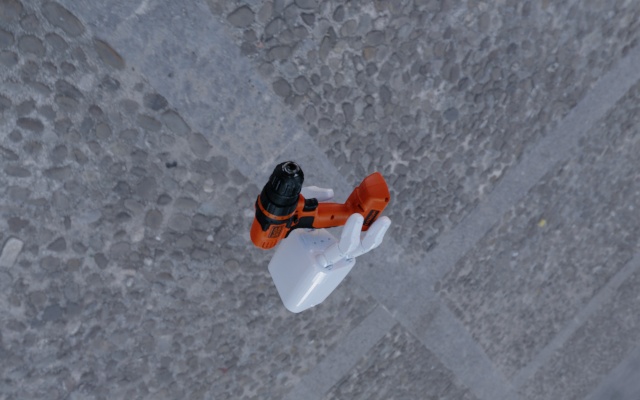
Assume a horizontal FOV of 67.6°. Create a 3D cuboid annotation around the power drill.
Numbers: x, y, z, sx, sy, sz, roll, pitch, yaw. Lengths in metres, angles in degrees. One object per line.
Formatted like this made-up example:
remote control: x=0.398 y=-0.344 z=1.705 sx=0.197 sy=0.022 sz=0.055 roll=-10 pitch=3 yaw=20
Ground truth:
power drill: x=0.000 y=0.002 z=0.680 sx=0.187 sy=0.057 sz=0.184 roll=-4 pitch=-29 yaw=-23
